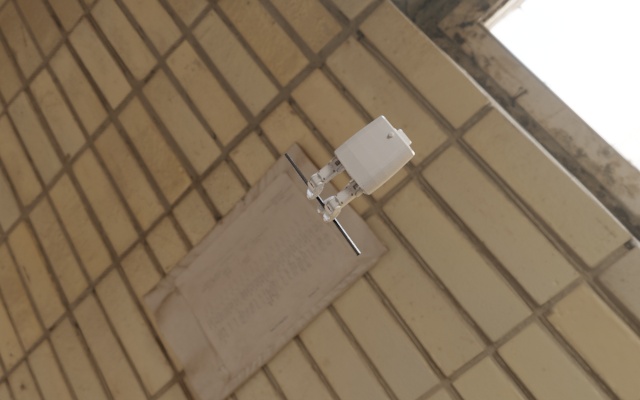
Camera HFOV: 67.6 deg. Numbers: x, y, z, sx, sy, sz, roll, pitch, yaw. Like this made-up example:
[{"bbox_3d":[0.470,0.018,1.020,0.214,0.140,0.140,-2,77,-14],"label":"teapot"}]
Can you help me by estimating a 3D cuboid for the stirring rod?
[{"bbox_3d":[0.000,0.003,0.873,0.011,0.239,0.011,-31,-21,-13],"label":"stirring rod"}]
